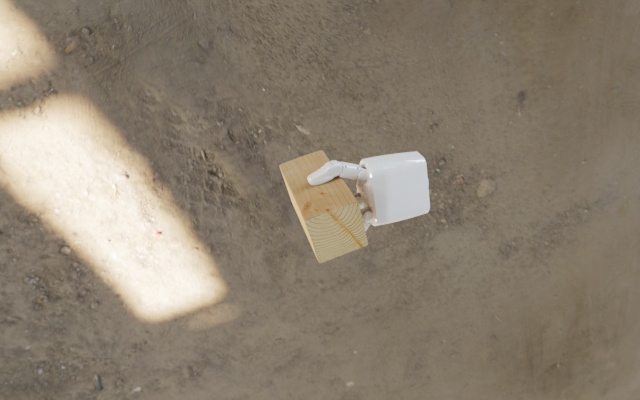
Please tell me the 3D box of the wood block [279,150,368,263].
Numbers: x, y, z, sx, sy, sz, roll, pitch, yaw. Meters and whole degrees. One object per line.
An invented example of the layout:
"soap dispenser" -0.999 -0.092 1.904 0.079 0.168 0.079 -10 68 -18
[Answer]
"wood block" 0.000 0.002 0.837 0.090 0.091 0.206 -20 32 -6
